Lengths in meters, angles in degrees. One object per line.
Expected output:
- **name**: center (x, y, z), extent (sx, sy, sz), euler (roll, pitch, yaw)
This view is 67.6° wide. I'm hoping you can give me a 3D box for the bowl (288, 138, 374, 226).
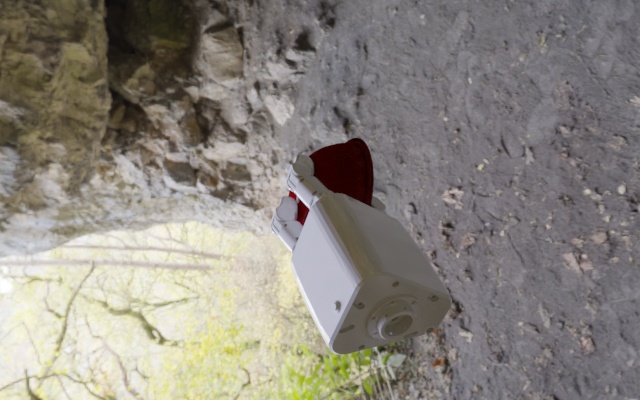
- **bowl**: center (-0.001, 0.001, 0.543), extent (0.055, 0.162, 0.162), euler (12, -4, -18)
